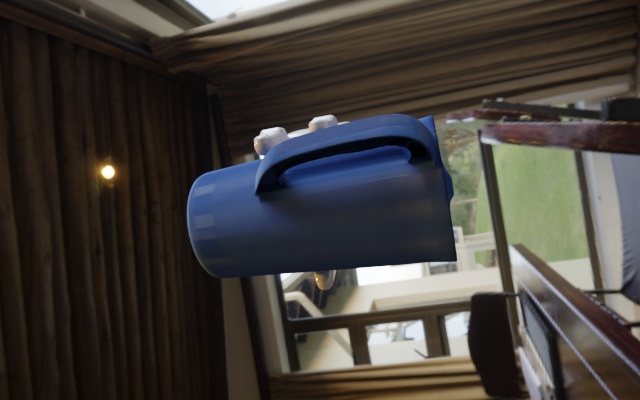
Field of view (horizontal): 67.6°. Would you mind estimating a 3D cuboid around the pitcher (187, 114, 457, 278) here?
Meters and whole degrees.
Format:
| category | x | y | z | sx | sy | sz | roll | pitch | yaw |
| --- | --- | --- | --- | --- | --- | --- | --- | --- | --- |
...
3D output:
| category | x | y | z | sx | sy | sz | roll | pitch | yaw |
| --- | --- | --- | --- | --- | --- | --- | --- | --- | --- |
| pitcher | 0.000 | 0.001 | 0.450 | 0.243 | 0.149 | 0.145 | -9 | 15 | 13 |
